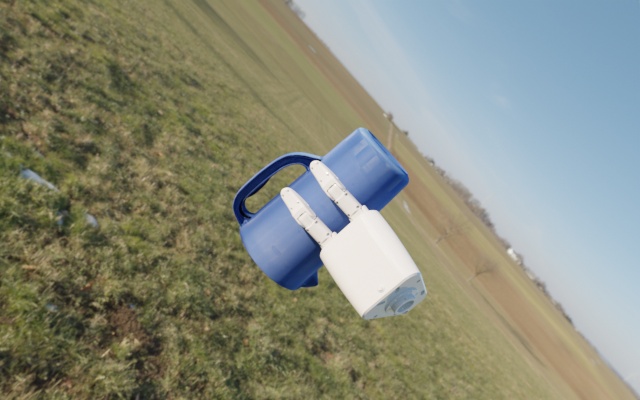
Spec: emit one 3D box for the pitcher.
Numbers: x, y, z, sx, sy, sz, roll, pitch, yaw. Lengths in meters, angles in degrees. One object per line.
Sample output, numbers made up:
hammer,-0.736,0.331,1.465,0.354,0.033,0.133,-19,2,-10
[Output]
pitcher,0.000,0.002,0.703,0.243,0.145,0.149,-42,-35,12
